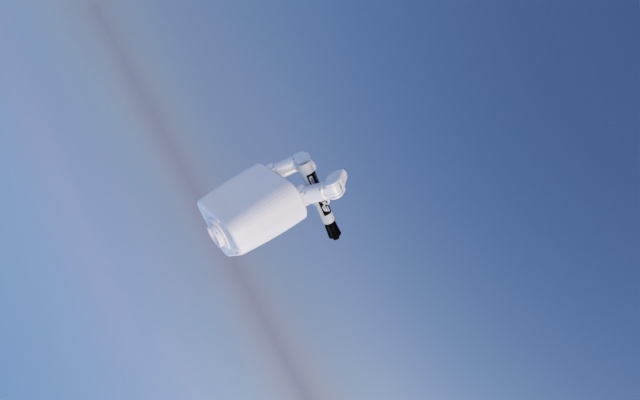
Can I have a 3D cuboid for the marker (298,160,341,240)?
[{"bbox_3d":[0.000,0.002,0.656,0.020,0.121,0.020,-20,20,8],"label":"marker"}]
